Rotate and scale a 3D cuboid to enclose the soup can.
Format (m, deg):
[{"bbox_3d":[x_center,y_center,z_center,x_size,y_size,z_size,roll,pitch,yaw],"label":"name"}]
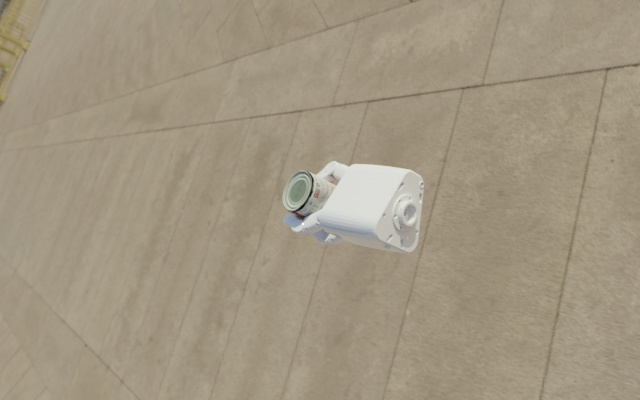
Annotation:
[{"bbox_3d":[0.000,0.002,0.737,0.102,0.068,0.068,25,-17,-39],"label":"soup can"}]
